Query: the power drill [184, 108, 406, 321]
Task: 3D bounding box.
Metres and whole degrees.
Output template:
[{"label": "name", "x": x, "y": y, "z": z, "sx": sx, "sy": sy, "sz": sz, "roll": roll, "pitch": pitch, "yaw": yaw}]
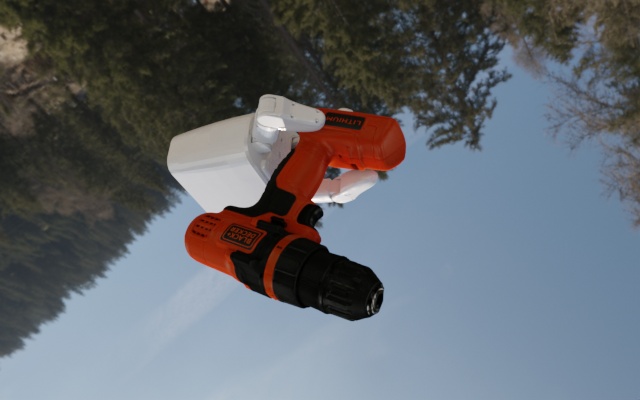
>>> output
[{"label": "power drill", "x": 0.000, "y": 0.001, "z": 0.405, "sx": 0.184, "sy": 0.057, "sz": 0.187, "roll": 16, "pitch": 53, "yaw": 32}]
